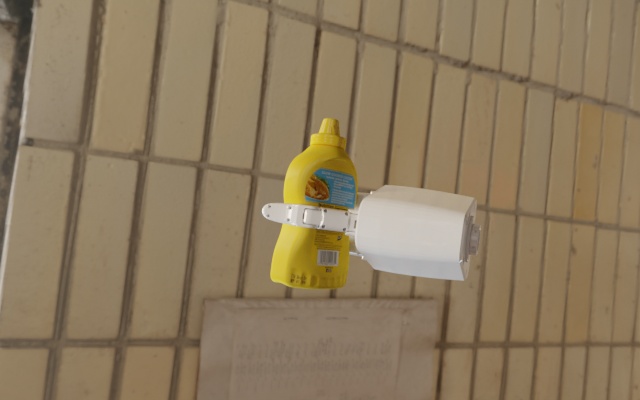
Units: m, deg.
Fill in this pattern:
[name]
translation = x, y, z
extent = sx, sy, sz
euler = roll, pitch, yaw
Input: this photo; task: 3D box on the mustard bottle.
[mustard bottle]
translation = 0.000, 0.002, 0.545
extent = 0.096, 0.191, 0.058
euler = 10, -3, -42
